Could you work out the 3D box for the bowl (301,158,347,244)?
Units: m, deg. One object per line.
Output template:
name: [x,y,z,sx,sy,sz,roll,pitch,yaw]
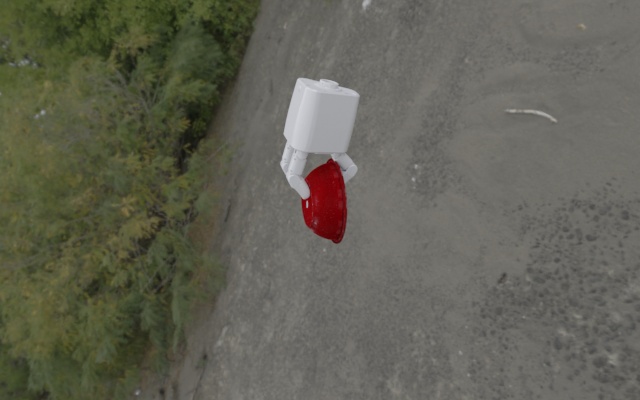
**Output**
bowl: [0.000,0.004,0.894,0.055,0.162,0.162,-4,1,-14]
